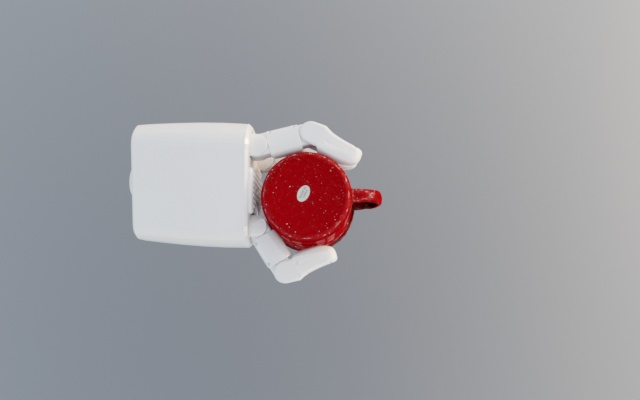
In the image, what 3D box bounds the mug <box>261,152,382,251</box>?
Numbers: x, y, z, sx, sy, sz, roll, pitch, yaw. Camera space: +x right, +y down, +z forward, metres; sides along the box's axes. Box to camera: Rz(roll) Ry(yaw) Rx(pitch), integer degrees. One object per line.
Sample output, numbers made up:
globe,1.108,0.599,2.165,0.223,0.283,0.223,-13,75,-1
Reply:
mug,0.002,0.002,0.454,0.117,0.093,0.081,0,-8,1
